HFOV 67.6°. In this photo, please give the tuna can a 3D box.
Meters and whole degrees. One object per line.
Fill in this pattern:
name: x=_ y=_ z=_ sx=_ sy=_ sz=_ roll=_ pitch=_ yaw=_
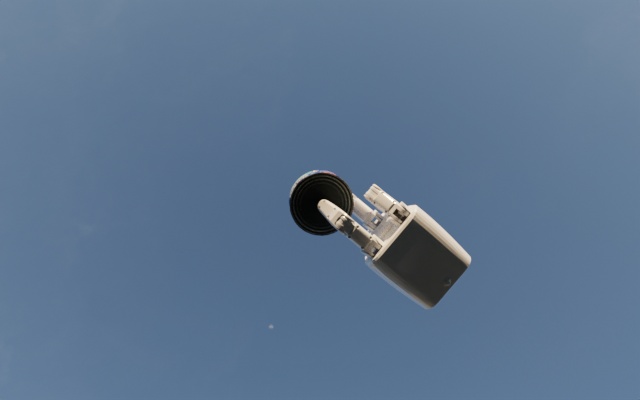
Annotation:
tuna can: x=0.000 y=0.002 z=0.646 sx=0.086 sy=0.086 sz=0.033 roll=0 pitch=12 yaw=-7
